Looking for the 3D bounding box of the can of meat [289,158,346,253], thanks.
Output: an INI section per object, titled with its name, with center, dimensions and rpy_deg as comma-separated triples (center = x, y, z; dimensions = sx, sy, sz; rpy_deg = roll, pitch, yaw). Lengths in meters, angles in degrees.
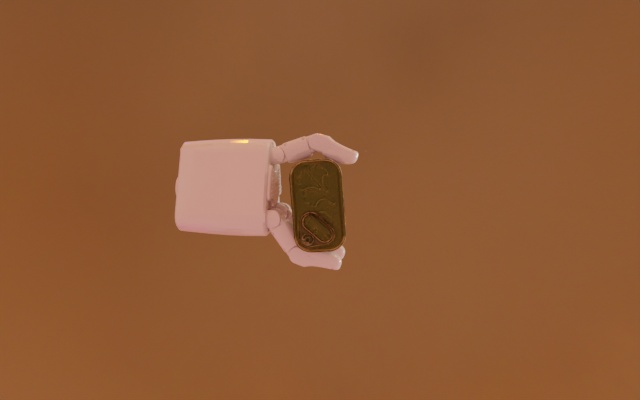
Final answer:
[can of meat]
center = 0.000, 0.002, 0.555
dimensions = 0.057, 0.102, 0.084
rpy_deg = -4, 6, 5
